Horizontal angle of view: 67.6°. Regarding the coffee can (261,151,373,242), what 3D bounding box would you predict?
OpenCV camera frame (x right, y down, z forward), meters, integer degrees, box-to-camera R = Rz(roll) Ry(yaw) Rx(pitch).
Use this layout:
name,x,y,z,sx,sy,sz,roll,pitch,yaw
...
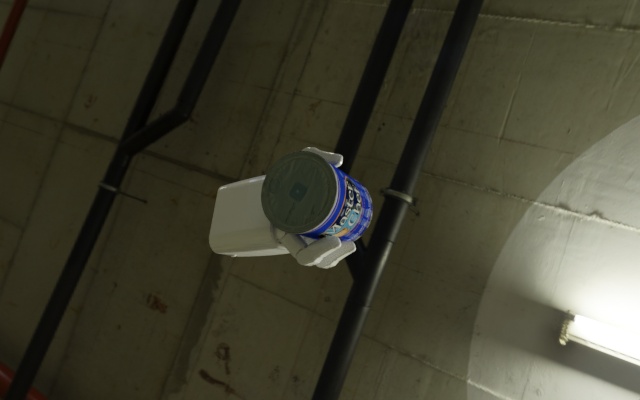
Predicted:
name,x,y,z,sx,sy,sz,roll,pitch,yaw
coffee can,0.000,0.002,0.638,0.103,0.103,0.140,0,-11,24
